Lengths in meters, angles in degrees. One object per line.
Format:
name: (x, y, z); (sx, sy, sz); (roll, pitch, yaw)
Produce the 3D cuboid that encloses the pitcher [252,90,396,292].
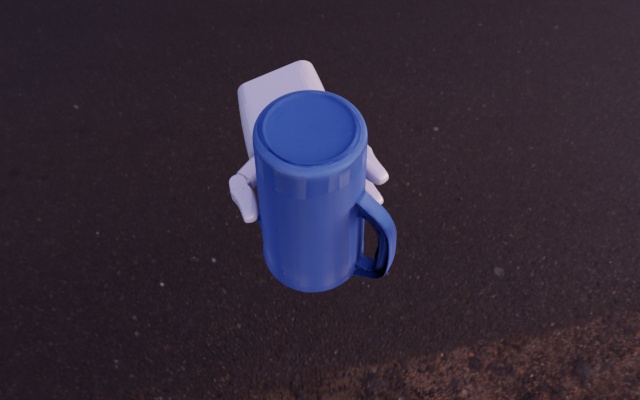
pitcher: (0.000, 0.002, 0.535); (0.149, 0.145, 0.243); (-12, -32, -8)
